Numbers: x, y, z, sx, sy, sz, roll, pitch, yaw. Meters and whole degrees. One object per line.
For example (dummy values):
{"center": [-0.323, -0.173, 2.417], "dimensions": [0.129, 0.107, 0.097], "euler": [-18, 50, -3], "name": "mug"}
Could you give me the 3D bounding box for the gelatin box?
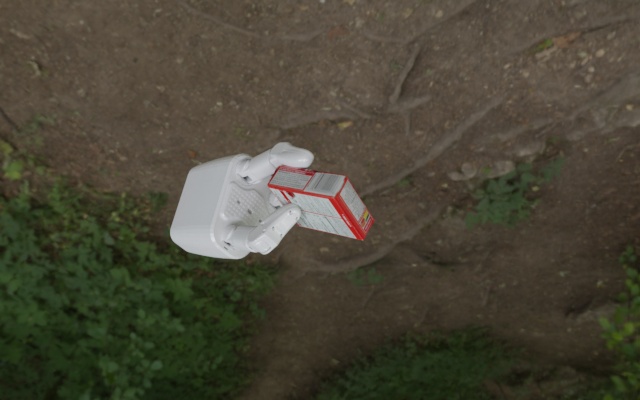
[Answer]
{"center": [0.000, 0.002, 0.478], "dimensions": [0.089, 0.030, 0.073], "euler": [11, -30, 38], "name": "gelatin box"}
